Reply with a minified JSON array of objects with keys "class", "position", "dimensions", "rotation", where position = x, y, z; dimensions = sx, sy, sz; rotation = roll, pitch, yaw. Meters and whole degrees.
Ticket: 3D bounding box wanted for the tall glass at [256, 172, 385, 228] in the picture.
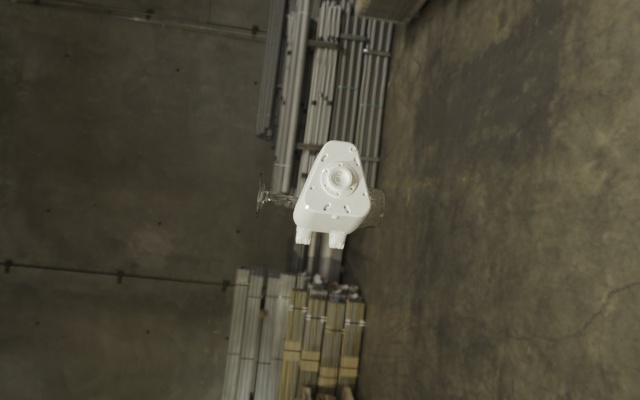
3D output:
[{"class":"tall glass","position":[-0.001,0.002,0.770],"dimensions":[0.201,0.079,0.079],"rotation":[7,-1,-6]}]
